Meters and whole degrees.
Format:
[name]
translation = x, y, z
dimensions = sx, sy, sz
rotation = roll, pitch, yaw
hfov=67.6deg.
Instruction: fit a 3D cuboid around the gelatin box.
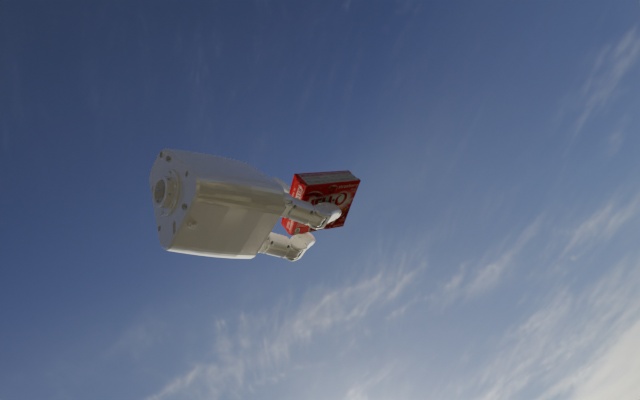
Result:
[gelatin box]
translation = 0.000, 0.002, 0.598
dimensions = 0.089, 0.073, 0.030
rotation = -7, 38, -38
